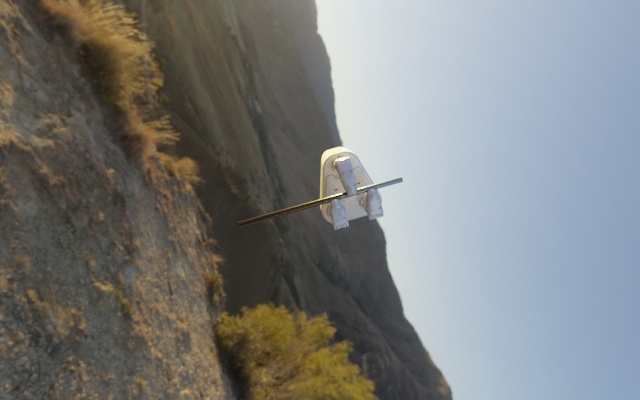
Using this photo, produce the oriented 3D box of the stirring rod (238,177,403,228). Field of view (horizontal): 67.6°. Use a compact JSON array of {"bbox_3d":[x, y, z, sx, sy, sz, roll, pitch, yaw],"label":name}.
[{"bbox_3d":[0.000,0.002,0.677,0.239,0.011,0.011,-16,0,0],"label":"stirring rod"}]
